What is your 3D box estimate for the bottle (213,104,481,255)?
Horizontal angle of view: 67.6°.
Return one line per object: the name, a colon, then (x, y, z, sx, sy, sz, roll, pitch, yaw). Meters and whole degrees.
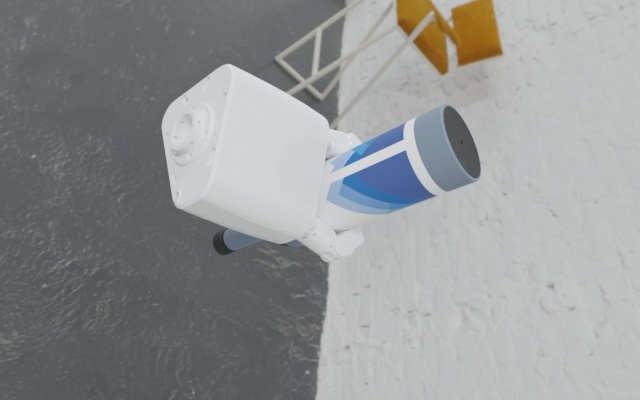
bottle: (0.000, 0.001, 0.459, 0.296, 0.069, 0.069, -23, -14, 34)
